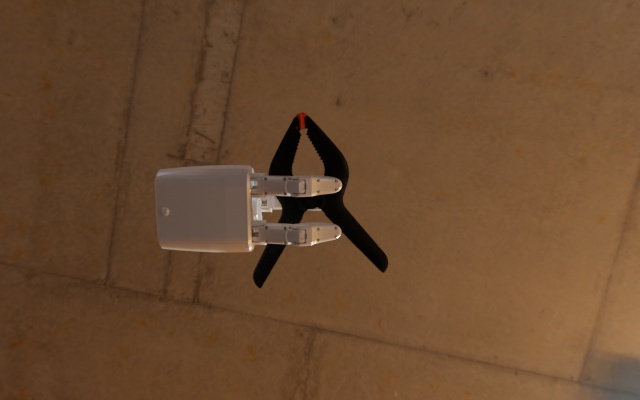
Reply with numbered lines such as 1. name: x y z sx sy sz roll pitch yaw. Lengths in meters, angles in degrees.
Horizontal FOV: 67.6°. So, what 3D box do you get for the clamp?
1. clamp: 0.000 0.001 0.571 0.164 0.210 0.036 0 8 -3
